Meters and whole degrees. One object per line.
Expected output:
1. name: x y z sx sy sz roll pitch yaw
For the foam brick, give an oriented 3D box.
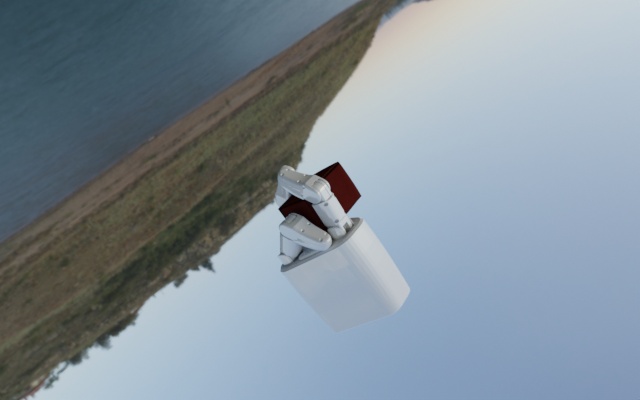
1. foam brick: 0.000 0.002 0.561 0.053 0.051 0.078 -23 19 49
